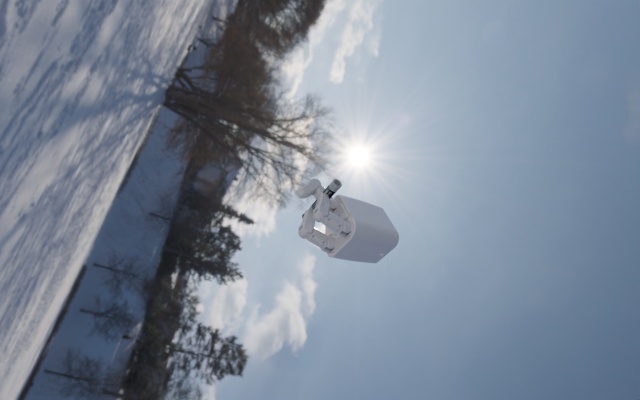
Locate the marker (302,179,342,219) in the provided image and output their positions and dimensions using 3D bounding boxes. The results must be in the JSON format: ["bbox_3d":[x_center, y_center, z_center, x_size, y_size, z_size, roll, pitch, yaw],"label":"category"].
[{"bbox_3d":[0.000,0.003,0.881,0.020,0.020,0.121,0,-34,-37],"label":"marker"}]
